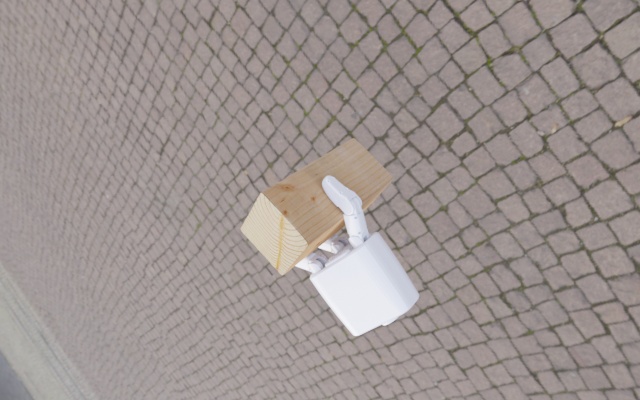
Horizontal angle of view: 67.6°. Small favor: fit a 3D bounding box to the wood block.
[{"bbox_3d":[0.000,0.002,0.681,0.206,0.090,0.091,-35,-12,-43],"label":"wood block"}]
